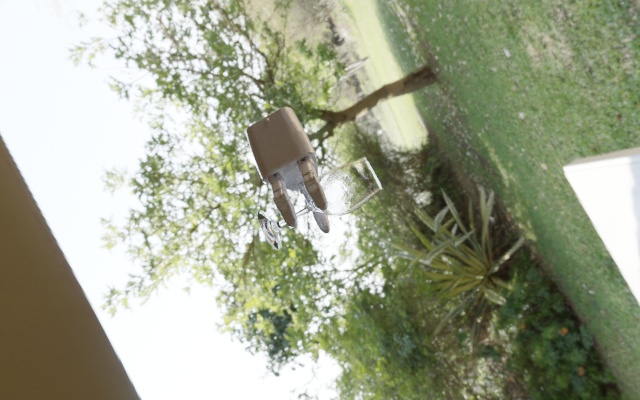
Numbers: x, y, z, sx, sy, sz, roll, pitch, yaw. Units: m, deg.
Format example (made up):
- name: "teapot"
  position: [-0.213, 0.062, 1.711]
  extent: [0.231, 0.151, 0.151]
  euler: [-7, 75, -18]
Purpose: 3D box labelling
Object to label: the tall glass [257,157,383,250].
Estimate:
- name: "tall glass"
  position: [0.000, 0.003, 0.785]
  extent: [0.201, 0.079, 0.079]
  euler: [-28, -5, 9]
